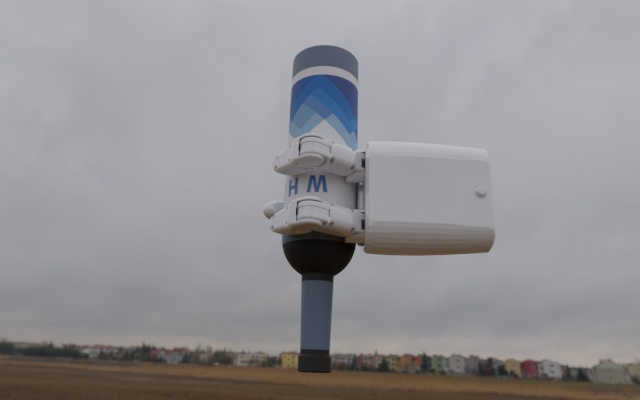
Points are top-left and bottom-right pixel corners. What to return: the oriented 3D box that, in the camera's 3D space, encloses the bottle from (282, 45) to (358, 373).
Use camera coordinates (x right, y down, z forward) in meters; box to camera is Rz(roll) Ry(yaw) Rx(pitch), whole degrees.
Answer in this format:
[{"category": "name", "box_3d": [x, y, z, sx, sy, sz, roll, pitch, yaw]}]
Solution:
[{"category": "bottle", "box_3d": [0.000, 0.001, 0.438, 0.069, 0.295, 0.069, 2, -19, 1]}]
